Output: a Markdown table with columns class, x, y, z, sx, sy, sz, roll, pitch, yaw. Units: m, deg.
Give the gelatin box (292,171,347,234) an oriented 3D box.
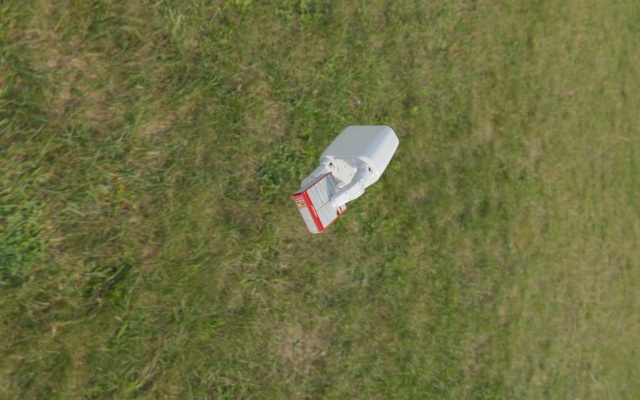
| class | x | y | z | sx | sy | sz | roll | pitch | yaw |
| --- | --- | --- | --- | --- | --- | --- | --- | --- | --- |
| gelatin box | 0.000 | 0.003 | 0.797 | 0.030 | 0.073 | 0.089 | -13 | 18 | 39 |
